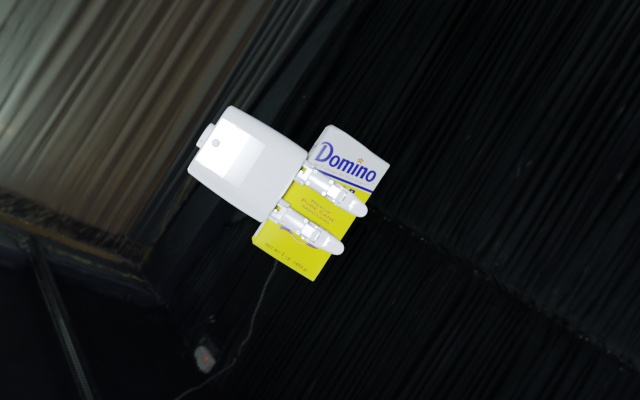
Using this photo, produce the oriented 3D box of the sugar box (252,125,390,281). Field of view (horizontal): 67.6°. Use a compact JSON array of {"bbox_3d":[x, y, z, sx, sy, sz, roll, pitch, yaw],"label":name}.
[{"bbox_3d":[0.000,0.002,0.604,0.093,0.176,0.048,33,0,-10],"label":"sugar box"}]
